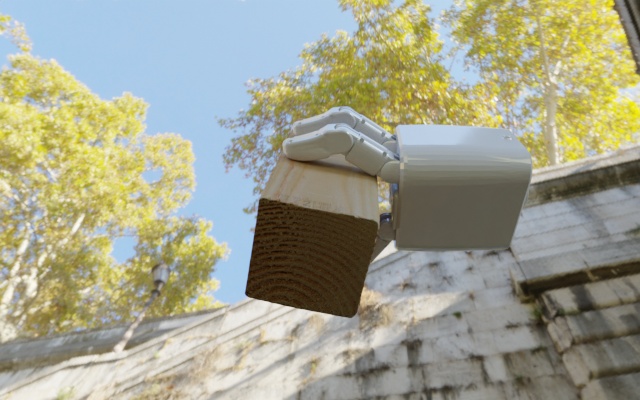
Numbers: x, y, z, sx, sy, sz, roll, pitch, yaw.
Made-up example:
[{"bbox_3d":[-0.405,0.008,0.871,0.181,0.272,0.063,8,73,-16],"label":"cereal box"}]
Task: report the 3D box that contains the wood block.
[{"bbox_3d":[0.000,0.002,0.443,0.090,0.091,0.206,11,25,0],"label":"wood block"}]
